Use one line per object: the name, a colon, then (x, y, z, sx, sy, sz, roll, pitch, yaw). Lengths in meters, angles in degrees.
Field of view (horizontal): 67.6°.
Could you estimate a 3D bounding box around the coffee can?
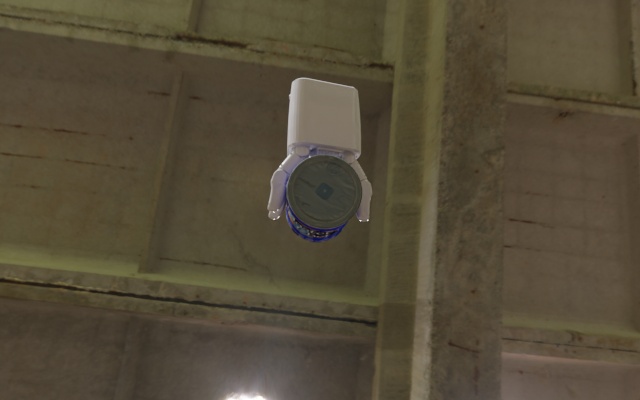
coffee can: (0.000, 0.002, 0.708, 0.103, 0.102, 0.140, 0, -13, -5)
